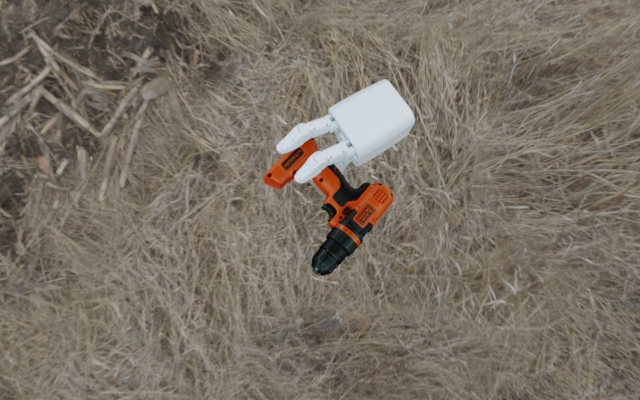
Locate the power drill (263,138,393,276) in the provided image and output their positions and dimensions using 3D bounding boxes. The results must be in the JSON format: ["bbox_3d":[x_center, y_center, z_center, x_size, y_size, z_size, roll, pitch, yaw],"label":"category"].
[{"bbox_3d":[0.000,0.002,0.772,0.187,0.184,0.057,42,-18,0],"label":"power drill"}]
